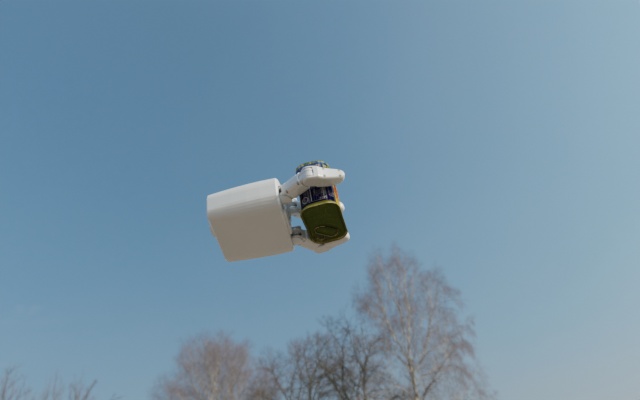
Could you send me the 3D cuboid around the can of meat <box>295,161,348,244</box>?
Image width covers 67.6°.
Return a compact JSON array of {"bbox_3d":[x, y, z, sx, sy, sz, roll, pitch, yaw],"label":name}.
[{"bbox_3d":[0.000,0.002,0.714,0.057,0.084,0.102,-15,-37,5],"label":"can of meat"}]
